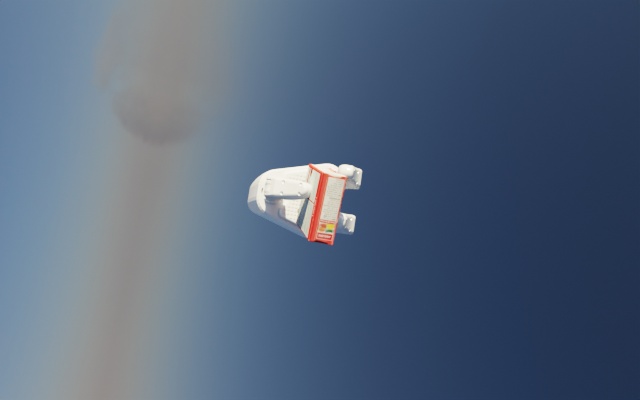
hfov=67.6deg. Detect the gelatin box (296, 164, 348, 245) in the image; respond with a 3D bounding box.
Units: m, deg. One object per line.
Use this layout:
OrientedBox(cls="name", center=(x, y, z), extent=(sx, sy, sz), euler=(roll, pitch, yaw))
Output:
OrientedBox(cls="gelatin box", center=(0.000, 0.002, 0.524), extent=(0.030, 0.073, 0.089), euler=(11, 8, -12))
